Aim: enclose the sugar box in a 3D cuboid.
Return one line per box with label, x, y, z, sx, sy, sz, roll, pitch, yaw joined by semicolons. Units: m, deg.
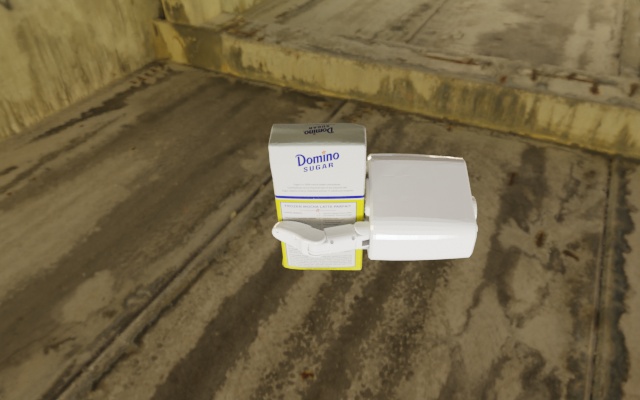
sugar box;0.000;0.001;0.509;0.093;0.176;0.048;1;40;2
